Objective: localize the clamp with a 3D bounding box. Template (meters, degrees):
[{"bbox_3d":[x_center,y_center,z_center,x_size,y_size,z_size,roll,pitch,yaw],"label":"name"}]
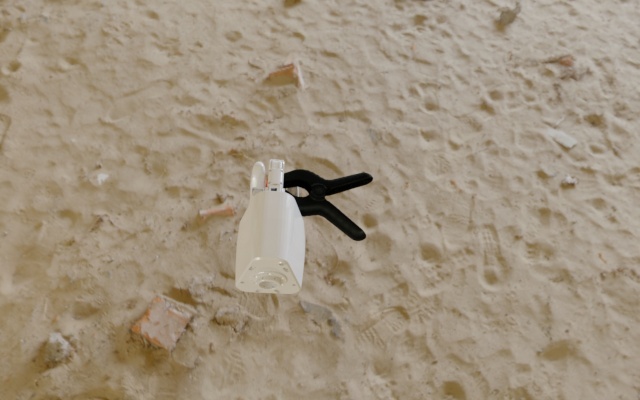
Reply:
[{"bbox_3d":[0.000,0.002,0.736,0.171,0.120,0.039,4,-36,-6],"label":"clamp"}]
